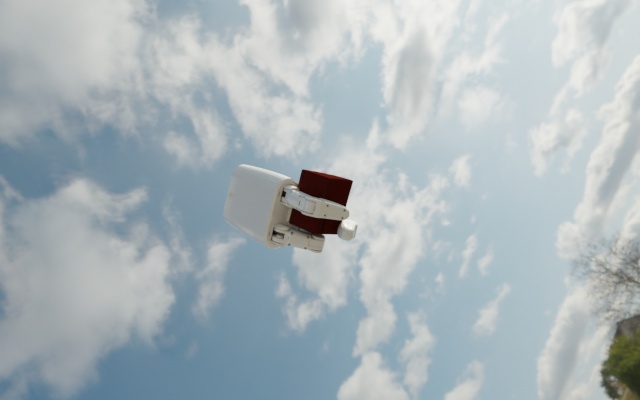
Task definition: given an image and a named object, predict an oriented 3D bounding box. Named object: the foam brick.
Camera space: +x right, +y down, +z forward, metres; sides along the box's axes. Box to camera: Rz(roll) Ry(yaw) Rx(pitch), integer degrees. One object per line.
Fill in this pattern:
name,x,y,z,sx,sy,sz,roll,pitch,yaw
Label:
foam brick,0.000,0.002,0.640,0.051,0.078,0.053,22,10,41
